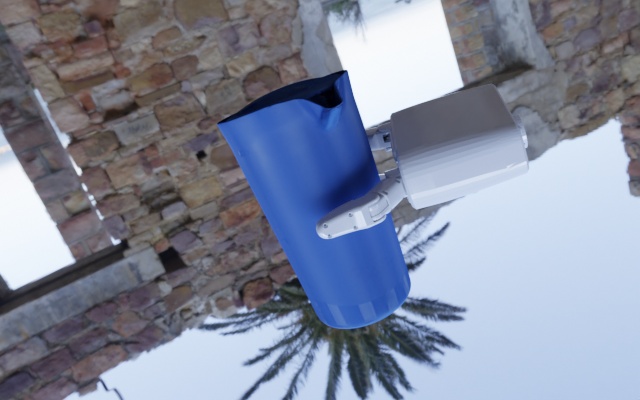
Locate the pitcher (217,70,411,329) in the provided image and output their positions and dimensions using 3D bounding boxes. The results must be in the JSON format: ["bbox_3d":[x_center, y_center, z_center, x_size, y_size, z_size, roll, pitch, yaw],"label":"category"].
[{"bbox_3d":[0.000,0.002,0.493,0.145,0.243,0.149,-17,17,16],"label":"pitcher"}]
